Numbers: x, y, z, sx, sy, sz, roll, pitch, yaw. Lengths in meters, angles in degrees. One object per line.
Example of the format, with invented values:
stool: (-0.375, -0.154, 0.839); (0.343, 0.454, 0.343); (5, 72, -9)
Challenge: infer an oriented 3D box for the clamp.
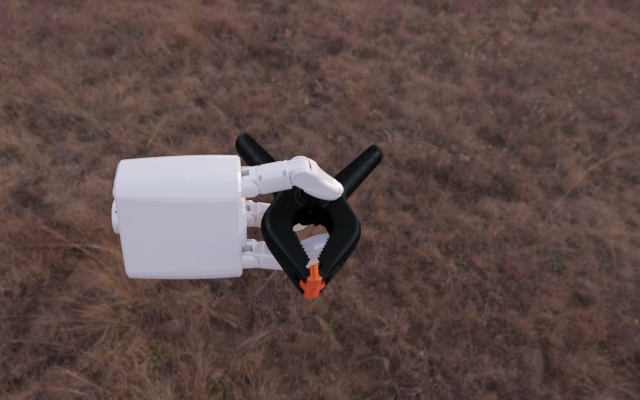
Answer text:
clamp: (0.000, 0.001, 0.478); (0.164, 0.036, 0.209); (-2, 45, -10)
